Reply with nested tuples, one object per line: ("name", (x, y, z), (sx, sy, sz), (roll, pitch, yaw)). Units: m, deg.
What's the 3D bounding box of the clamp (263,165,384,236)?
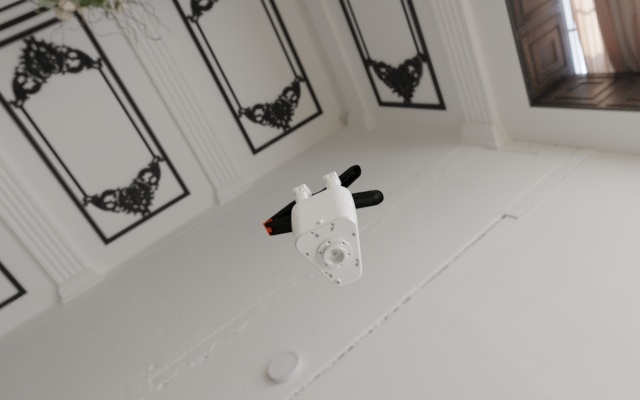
("clamp", (0.000, 0.004, 0.839), (0.210, 0.036, 0.164), (-23, 21, 7))
